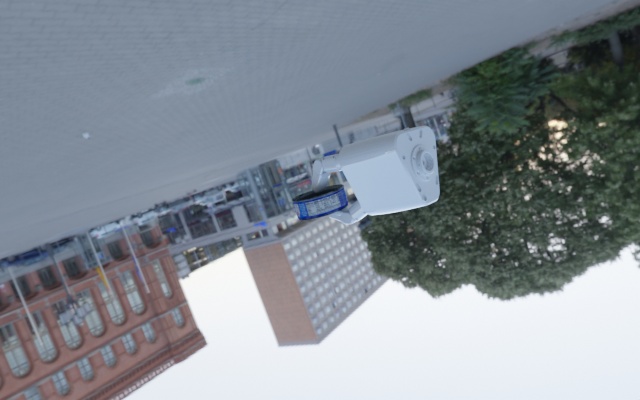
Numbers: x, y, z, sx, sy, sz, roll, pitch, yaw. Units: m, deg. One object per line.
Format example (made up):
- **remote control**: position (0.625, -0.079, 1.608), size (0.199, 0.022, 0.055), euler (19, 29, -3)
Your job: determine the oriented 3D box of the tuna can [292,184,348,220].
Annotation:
- **tuna can**: position (0.000, 0.003, 0.761), size (0.086, 0.034, 0.086), euler (-16, 9, 3)
